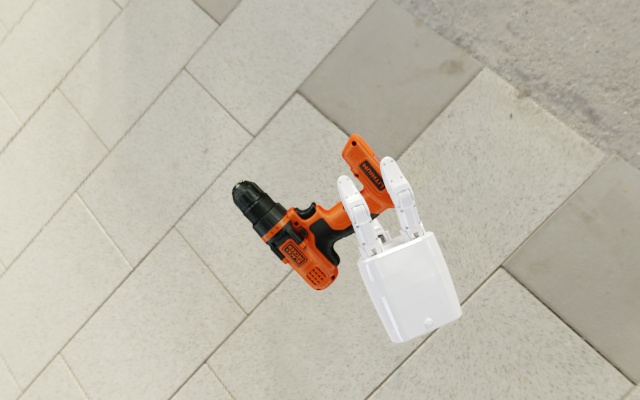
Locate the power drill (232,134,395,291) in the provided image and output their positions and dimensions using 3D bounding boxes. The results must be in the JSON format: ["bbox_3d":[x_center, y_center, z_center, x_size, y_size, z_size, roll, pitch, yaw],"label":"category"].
[{"bbox_3d":[0.001,0.002,0.623,0.188,0.184,0.057,-41,7,16],"label":"power drill"}]
